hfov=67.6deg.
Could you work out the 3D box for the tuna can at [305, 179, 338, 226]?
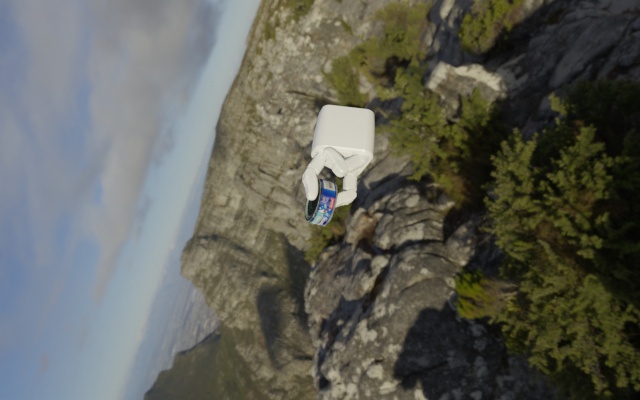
[{"bbox_3d":[0.000,0.003,0.889,0.034,0.086,0.086,14,-4,-17],"label":"tuna can"}]
